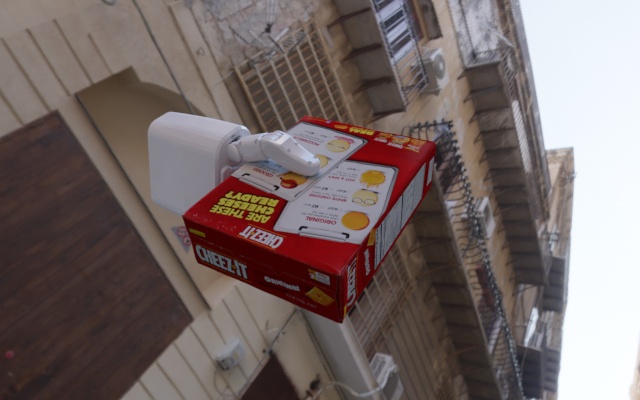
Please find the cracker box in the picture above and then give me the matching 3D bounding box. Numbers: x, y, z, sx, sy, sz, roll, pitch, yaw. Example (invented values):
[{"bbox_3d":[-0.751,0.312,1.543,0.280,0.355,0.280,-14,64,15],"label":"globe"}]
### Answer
[{"bbox_3d":[0.000,0.001,0.480,0.164,0.072,0.213,17,43,26],"label":"cracker box"}]
